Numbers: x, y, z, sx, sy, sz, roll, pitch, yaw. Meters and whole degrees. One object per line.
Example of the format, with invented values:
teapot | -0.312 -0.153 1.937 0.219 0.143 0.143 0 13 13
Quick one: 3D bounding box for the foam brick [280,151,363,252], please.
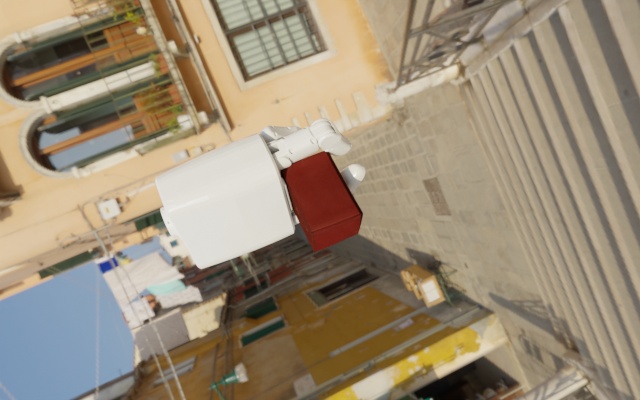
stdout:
foam brick | 0.000 0.002 0.468 0.051 0.078 0.053 -23 -25 -11
